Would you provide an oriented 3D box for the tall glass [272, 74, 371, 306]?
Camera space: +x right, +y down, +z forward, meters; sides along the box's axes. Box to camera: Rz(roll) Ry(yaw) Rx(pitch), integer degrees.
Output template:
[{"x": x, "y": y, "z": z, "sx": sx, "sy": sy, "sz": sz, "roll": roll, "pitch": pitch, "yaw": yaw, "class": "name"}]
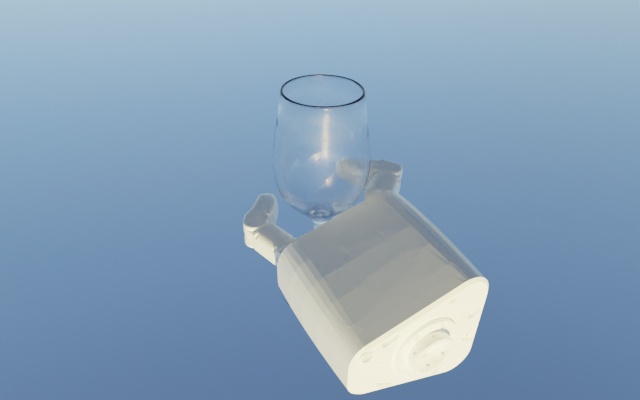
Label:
[{"x": 0.000, "y": 0.002, "z": 0.402, "sx": 0.079, "sy": 0.201, "sz": 0.079, "roll": 1, "pitch": 35, "yaw": 0, "class": "tall glass"}]
